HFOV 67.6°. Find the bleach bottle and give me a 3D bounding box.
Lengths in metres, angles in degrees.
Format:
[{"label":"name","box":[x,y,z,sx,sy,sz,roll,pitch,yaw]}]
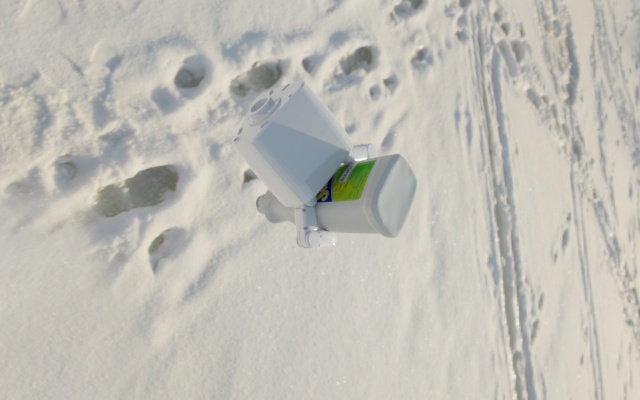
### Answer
[{"label":"bleach bottle","box":[0.000,0.002,0.639,0.251,0.102,0.068,-6,-45,43]}]
